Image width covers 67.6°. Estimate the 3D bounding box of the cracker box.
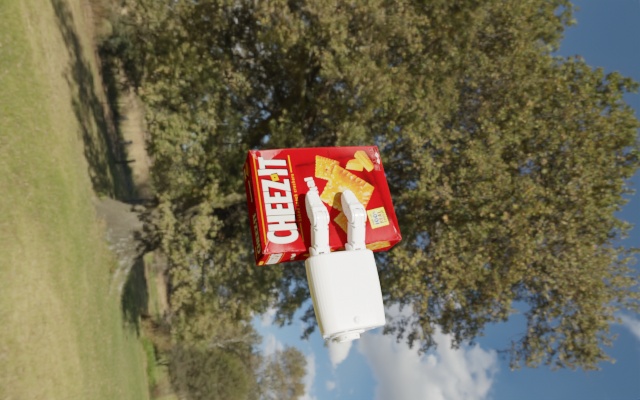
[{"bbox_3d":[0.000,0.002,0.732,0.213,0.164,0.072,-4,-21,-18],"label":"cracker box"}]
